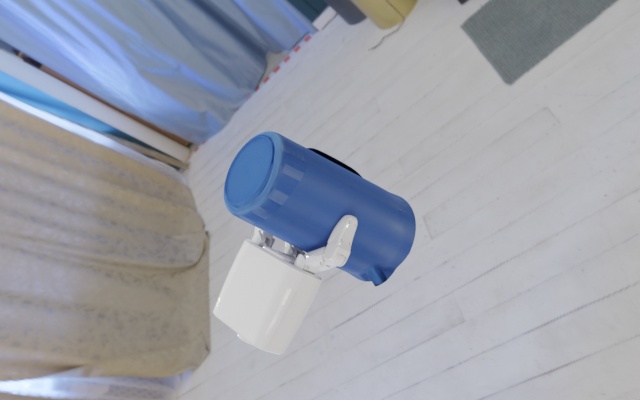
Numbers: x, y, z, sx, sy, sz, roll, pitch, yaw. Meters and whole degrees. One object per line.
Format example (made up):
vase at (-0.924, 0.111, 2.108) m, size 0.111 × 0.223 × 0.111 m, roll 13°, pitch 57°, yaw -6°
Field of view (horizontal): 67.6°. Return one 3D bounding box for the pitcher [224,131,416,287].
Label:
pitcher at (0.000, 0.002, 0.623) m, size 0.243 × 0.145 × 0.149 m, roll 28°, pitch -4°, yaw -38°
